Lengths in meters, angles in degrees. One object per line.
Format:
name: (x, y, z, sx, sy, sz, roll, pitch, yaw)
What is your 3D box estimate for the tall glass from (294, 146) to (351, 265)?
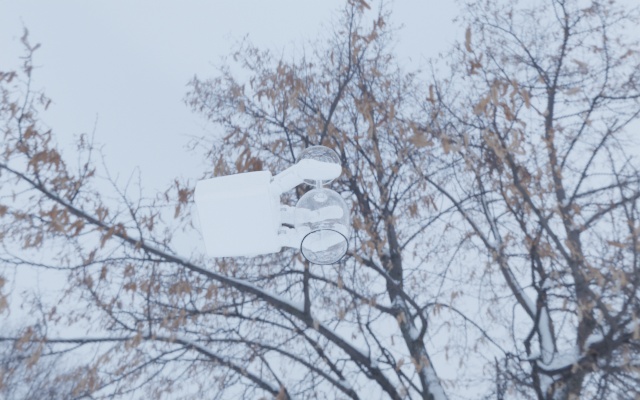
tall glass: (0.000, 0.002, 0.684, 0.079, 0.079, 0.201, 0, 35, -4)
